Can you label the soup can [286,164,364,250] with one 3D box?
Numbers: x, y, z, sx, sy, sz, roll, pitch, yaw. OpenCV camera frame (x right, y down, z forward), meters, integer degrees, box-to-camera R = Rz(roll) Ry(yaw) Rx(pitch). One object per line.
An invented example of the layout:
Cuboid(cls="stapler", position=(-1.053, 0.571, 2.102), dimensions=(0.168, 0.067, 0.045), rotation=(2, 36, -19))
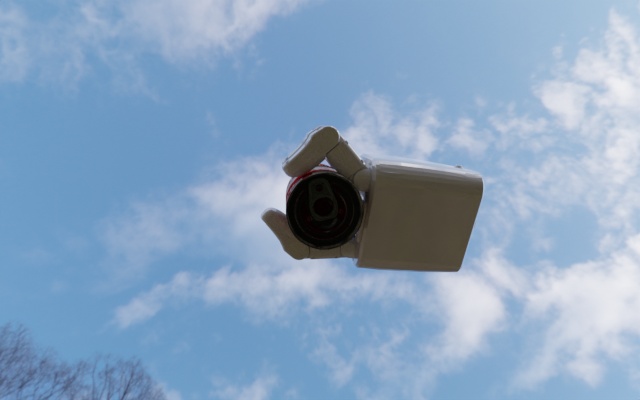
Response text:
Cuboid(cls="soup can", position=(0.000, 0.002, 0.460), dimensions=(0.068, 0.068, 0.102), rotation=(0, 9, -5))
